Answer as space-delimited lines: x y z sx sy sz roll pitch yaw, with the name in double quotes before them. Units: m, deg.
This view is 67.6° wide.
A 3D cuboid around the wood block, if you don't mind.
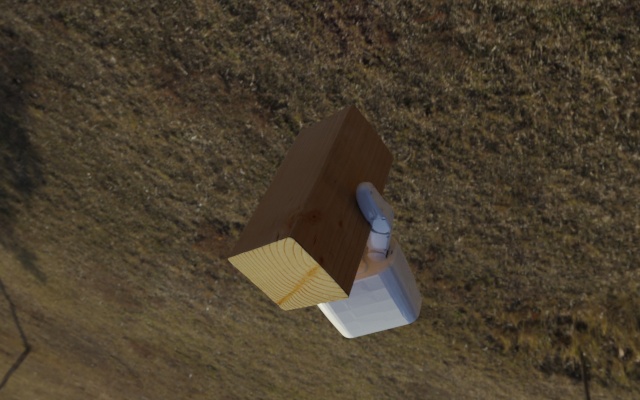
"wood block" 0.001 0.002 0.514 0.091 0.206 0.090 -20 -57 38
